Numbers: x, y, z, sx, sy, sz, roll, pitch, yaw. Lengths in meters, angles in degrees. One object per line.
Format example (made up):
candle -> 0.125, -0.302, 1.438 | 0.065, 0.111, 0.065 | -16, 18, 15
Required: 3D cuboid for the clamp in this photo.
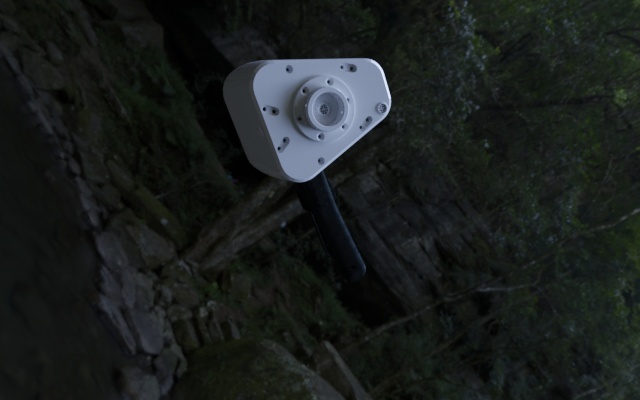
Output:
clamp -> 0.001, 0.001, 0.485 | 0.039, 0.171, 0.120 | -27, 18, -10
